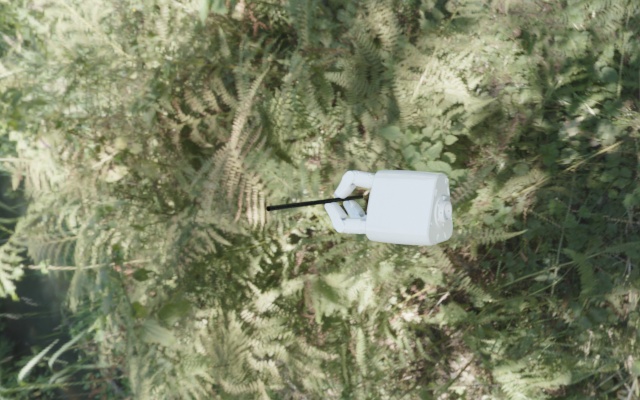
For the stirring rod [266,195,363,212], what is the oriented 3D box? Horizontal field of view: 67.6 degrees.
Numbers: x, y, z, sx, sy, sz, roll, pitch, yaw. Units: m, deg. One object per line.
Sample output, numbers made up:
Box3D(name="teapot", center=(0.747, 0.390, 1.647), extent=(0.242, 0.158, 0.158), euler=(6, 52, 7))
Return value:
Box3D(name="stirring rod", center=(0.000, 0.003, 0.774), extent=(0.011, 0.011, 0.239), euler=(0, 4, 38))
